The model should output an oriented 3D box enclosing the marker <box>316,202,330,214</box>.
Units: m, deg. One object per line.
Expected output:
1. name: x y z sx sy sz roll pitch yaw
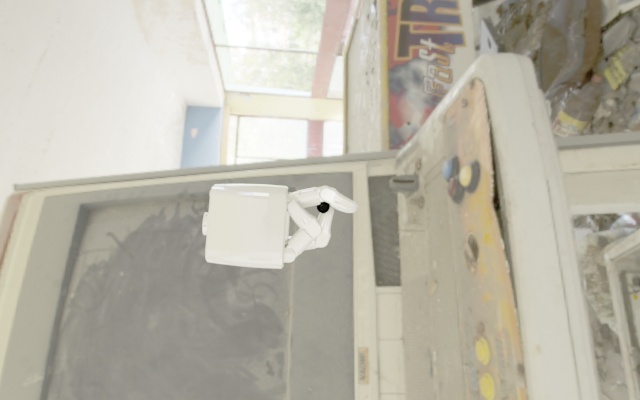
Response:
1. marker: 0.000 0.002 0.729 0.020 0.020 0.121 0 7 -4
